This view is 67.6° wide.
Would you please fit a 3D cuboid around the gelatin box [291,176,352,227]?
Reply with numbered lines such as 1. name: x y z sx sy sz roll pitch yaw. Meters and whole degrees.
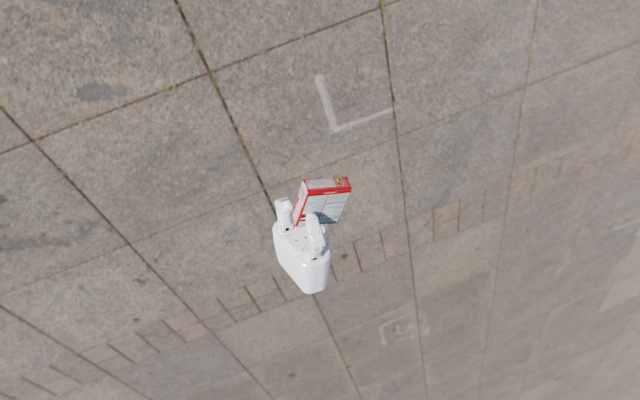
1. gelatin box: 0.000 0.003 0.737 0.073 0.030 0.089 -5 -36 -22
